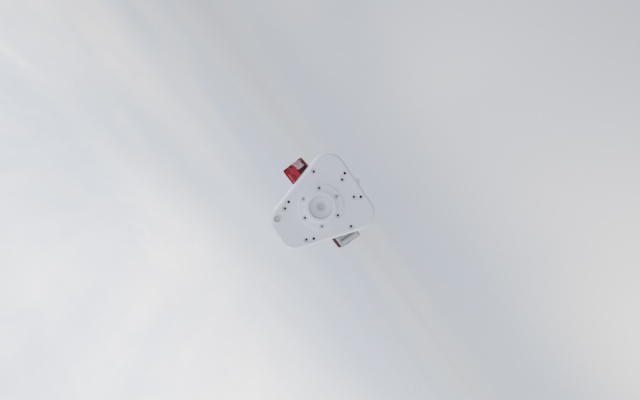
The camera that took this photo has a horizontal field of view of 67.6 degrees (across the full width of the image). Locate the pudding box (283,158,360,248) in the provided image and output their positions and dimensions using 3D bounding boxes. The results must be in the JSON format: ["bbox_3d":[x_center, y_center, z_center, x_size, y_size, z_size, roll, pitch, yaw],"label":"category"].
[{"bbox_3d":[0.000,0.002,0.674,0.039,0.113,0.090,-35,29,-1],"label":"pudding box"}]
